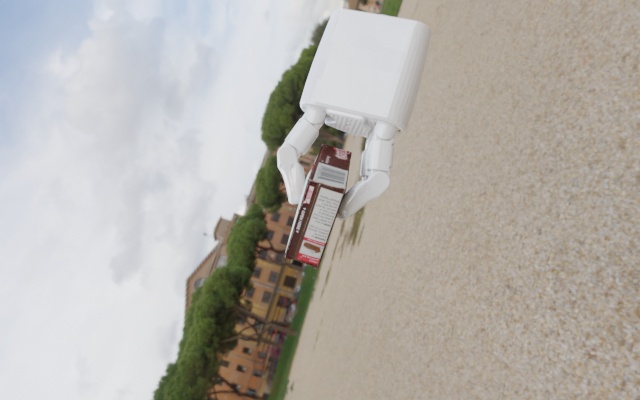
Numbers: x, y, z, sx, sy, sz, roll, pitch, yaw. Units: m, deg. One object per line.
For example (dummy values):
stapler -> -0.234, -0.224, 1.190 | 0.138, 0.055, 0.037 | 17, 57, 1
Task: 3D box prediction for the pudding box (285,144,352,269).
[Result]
pudding box -> 0.000, 0.002, 0.491 | 0.039, 0.090, 0.113 | 18, 24, 1
